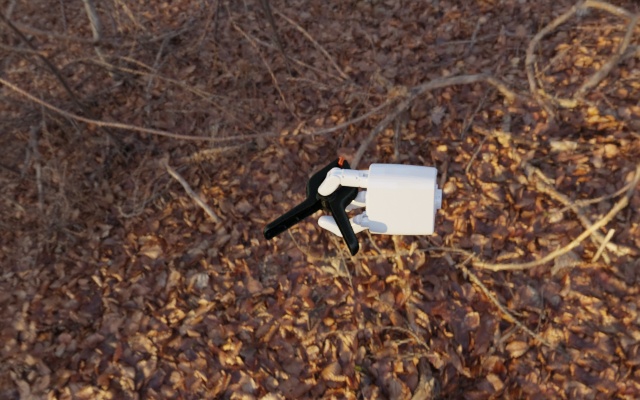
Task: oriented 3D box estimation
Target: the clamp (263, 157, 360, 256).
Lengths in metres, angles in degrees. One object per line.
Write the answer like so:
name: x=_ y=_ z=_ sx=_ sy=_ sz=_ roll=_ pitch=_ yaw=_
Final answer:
clamp: x=0.000 y=0.002 z=0.829 sx=0.164 sy=0.209 sz=0.036 roll=4 pitch=-42 yaw=13
